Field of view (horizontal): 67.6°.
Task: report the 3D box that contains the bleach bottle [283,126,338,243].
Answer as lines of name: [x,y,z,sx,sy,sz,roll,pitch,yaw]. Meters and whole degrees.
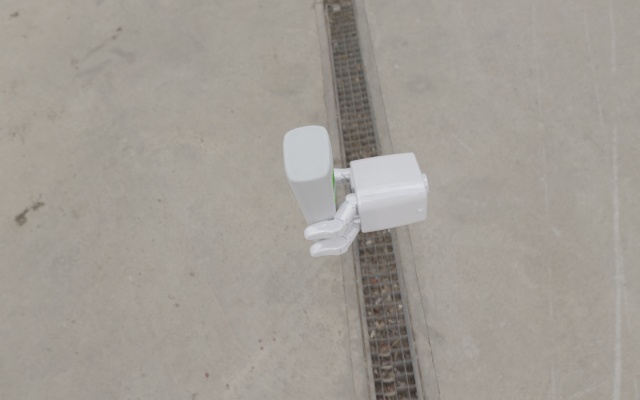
bleach bottle: [0.000,0.003,0.760,0.068,0.102,0.251,-8,-35,5]
